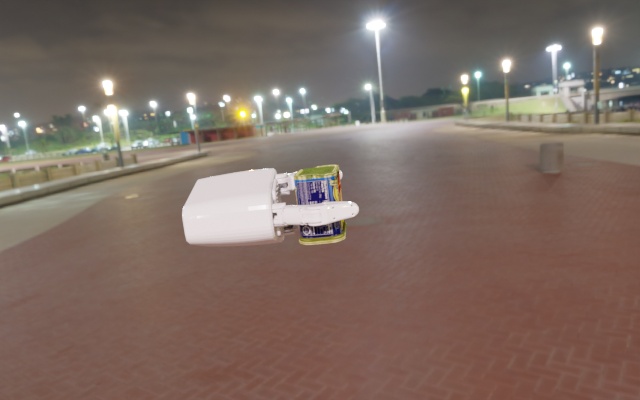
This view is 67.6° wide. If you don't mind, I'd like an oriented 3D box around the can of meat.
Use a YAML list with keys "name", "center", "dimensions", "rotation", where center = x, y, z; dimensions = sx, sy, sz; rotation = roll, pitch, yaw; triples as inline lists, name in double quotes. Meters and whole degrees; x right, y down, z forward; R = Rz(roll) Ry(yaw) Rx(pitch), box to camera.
- name: "can of meat"
  center: [0.000, 0.002, 0.606]
  dimensions: [0.057, 0.084, 0.102]
  rotation: [-6, 10, 6]
